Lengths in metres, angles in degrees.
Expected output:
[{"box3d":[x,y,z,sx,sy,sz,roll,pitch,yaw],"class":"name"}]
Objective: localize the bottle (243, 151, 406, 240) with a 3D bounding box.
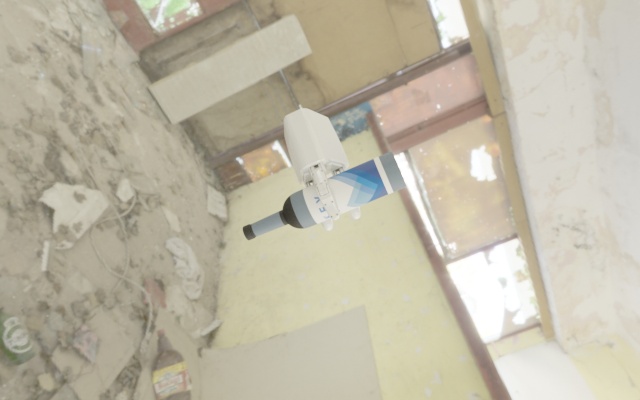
[{"box3d":[0.000,0.003,0.836,0.296,0.069,0.069,-23,-4,8],"class":"bottle"}]
